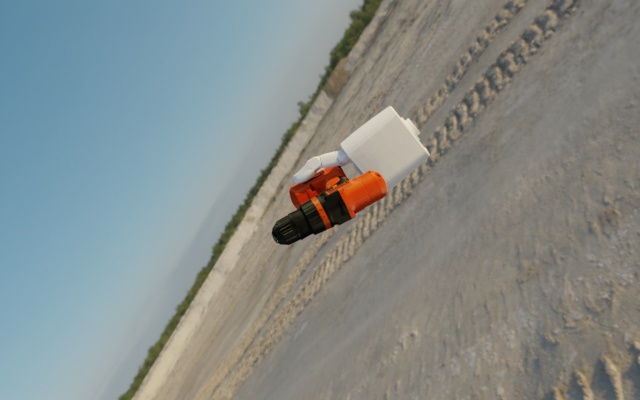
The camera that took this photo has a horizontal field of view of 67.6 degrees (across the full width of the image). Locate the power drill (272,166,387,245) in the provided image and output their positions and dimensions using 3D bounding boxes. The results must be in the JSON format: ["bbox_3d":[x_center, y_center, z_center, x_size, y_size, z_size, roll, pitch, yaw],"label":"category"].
[{"bbox_3d":[0.000,0.002,0.768,0.184,0.057,0.187,-26,15,-6],"label":"power drill"}]
